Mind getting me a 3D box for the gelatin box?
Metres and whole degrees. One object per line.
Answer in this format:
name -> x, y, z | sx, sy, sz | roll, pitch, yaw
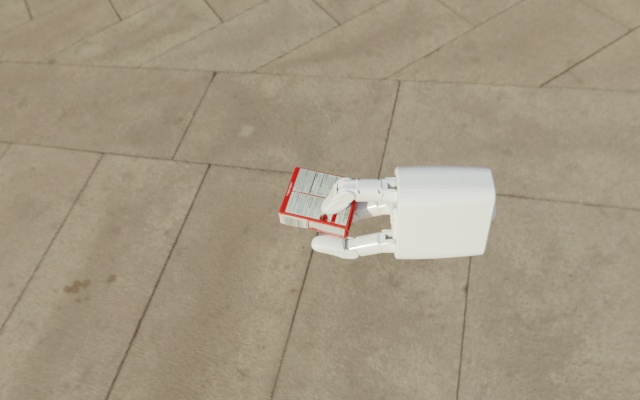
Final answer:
gelatin box -> 0.000, 0.002, 0.599 | 0.089, 0.073, 0.030 | 13, -31, 7
